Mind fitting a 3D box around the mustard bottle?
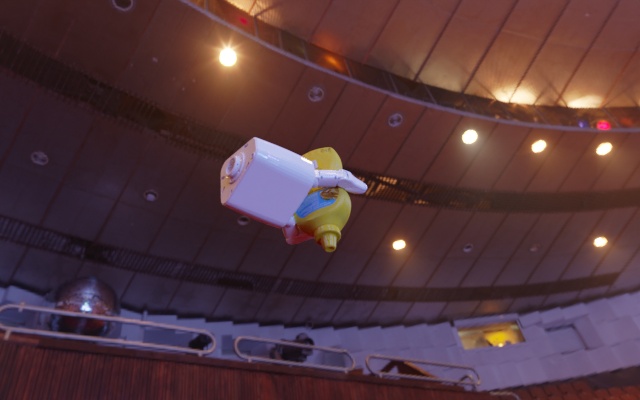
[{"bbox_3d":[0.000,0.003,0.781,0.096,0.191,0.058,-25,-43,15],"label":"mustard bottle"}]
